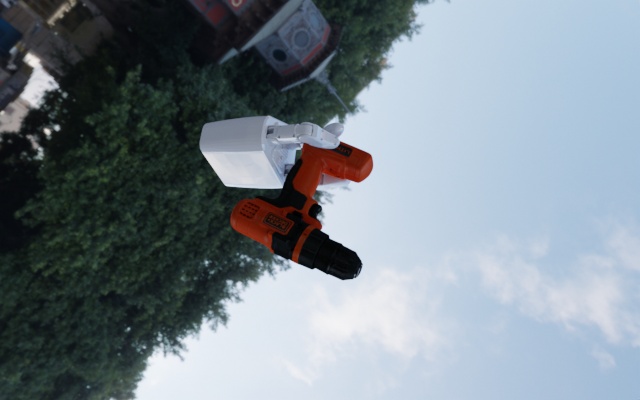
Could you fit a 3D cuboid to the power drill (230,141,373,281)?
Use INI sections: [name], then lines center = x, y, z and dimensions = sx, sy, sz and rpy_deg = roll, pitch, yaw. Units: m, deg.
[power drill]
center = 0.000, 0.002, 0.643
dimensions = 0.184, 0.187, 0.057
rpy_deg = 25, -33, 14
